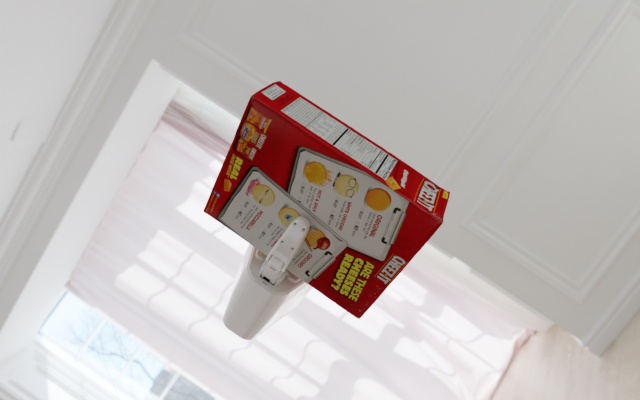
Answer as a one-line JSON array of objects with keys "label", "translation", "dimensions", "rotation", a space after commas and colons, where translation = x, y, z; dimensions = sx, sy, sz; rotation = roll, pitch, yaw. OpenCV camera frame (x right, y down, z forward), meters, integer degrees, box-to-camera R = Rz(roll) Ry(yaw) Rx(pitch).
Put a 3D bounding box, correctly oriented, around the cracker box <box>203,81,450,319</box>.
[{"label": "cracker box", "translation": [0.000, 0.002, 0.507], "dimensions": [0.213, 0.164, 0.072], "rotation": [33, 36, 3]}]
